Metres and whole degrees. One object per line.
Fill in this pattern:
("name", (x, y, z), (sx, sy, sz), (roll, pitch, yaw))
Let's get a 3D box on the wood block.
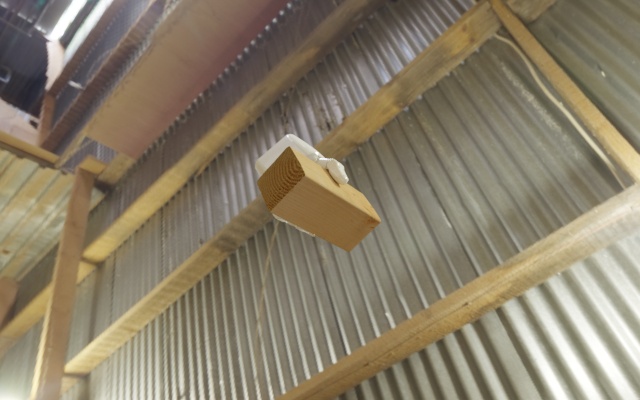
("wood block", (0.000, 0.002, 0.851), (0.206, 0.091, 0.090), (30, 21, -40))
